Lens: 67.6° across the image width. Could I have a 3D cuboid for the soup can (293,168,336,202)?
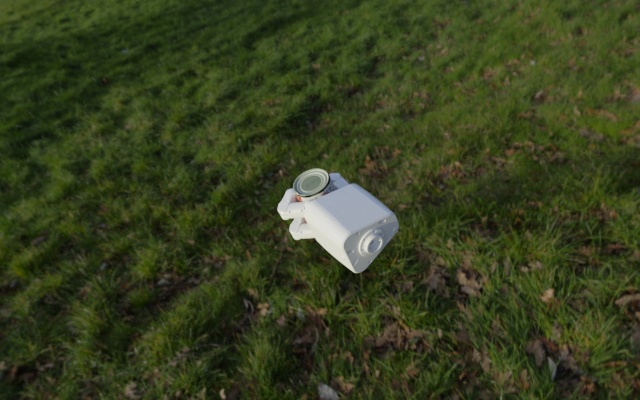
[{"bbox_3d":[0.000,0.002,0.835,0.068,0.068,0.102,0,-42,26],"label":"soup can"}]
